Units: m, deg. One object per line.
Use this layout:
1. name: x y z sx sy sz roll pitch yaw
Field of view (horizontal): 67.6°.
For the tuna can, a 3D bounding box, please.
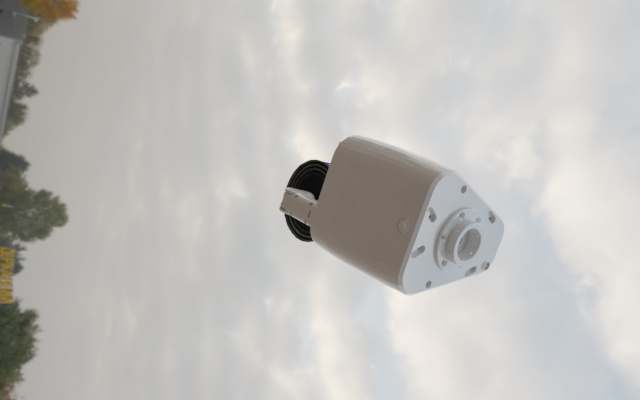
1. tuna can: 0.000 0.002 0.502 0.034 0.086 0.086 8 -5 -41
